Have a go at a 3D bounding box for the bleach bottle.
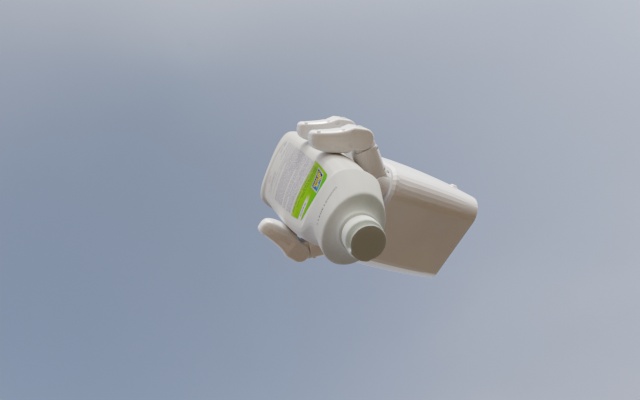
[{"bbox_3d":[0.000,0.001,0.463,0.068,0.102,0.250,17,12,-20],"label":"bleach bottle"}]
